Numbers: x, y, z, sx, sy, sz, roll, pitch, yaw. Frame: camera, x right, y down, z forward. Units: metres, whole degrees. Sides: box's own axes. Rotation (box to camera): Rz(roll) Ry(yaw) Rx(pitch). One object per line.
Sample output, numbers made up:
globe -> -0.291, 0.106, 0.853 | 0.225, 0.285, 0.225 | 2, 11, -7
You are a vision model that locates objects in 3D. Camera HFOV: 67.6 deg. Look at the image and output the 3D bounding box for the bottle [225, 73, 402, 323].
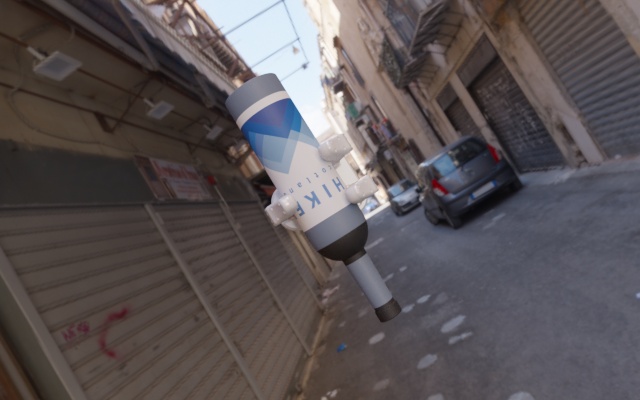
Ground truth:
bottle -> 0.000, 0.002, 0.528 | 0.069, 0.295, 0.069 | -32, -2, -1
